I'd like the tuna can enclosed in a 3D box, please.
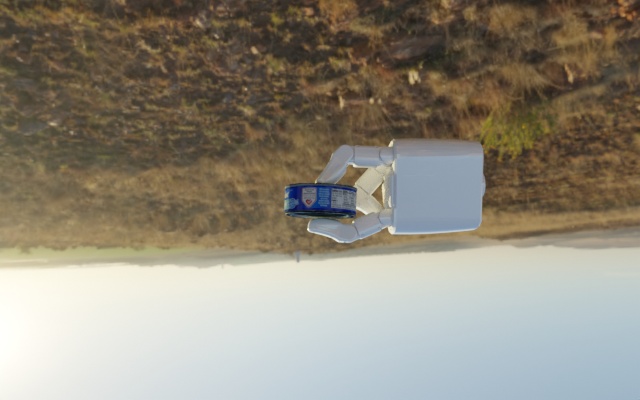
[{"bbox_3d":[0.000,0.002,0.560,0.086,0.033,0.086,2,-7,0],"label":"tuna can"}]
